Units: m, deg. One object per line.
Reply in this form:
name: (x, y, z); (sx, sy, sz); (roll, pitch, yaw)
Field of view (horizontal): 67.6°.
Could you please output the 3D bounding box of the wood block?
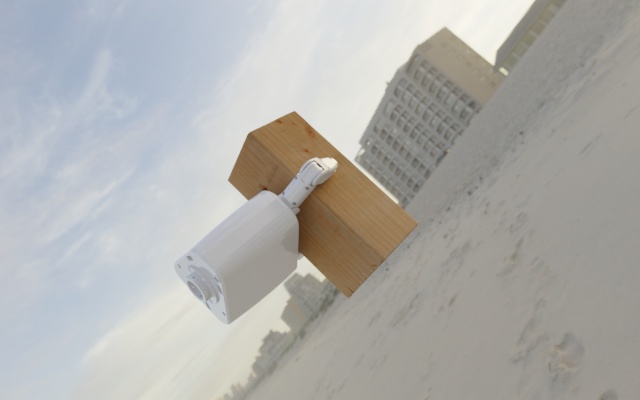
wood block: (0.000, 0.002, 0.574); (0.090, 0.206, 0.091); (-36, -14, -45)
